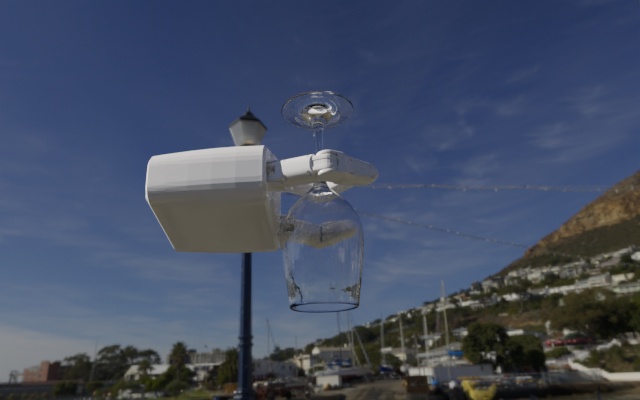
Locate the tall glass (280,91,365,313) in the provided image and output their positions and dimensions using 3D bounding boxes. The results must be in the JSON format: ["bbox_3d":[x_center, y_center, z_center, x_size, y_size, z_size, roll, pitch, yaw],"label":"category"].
[{"bbox_3d":[0.000,0.001,0.455,0.079,0.201,0.079,-2,-20,-1],"label":"tall glass"}]
